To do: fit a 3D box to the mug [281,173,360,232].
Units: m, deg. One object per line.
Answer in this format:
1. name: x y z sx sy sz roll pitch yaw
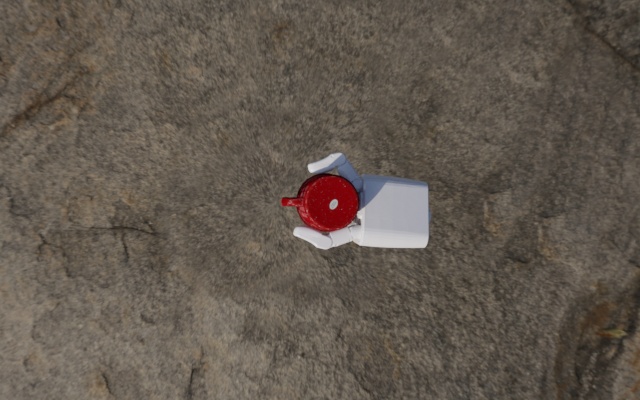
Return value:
1. mug: -0.001 0.002 0.713 0.117 0.093 0.081 4 0 -7
